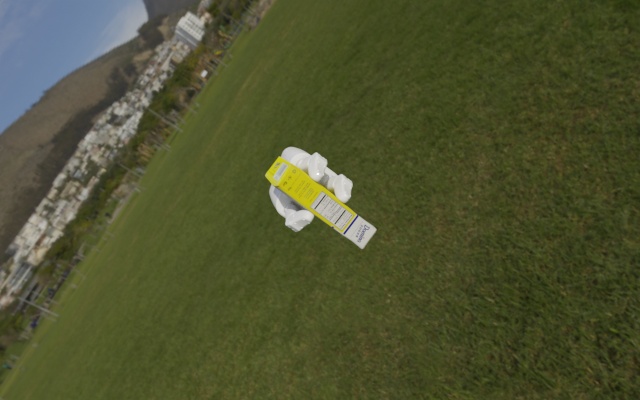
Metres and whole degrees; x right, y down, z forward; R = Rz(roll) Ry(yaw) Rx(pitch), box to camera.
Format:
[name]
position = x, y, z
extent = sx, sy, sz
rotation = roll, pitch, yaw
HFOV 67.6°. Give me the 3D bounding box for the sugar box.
[sugar box]
position = 0.000, 0.002, 0.755
extent = 0.176, 0.048, 0.093
rotation = 34, 2, -20
